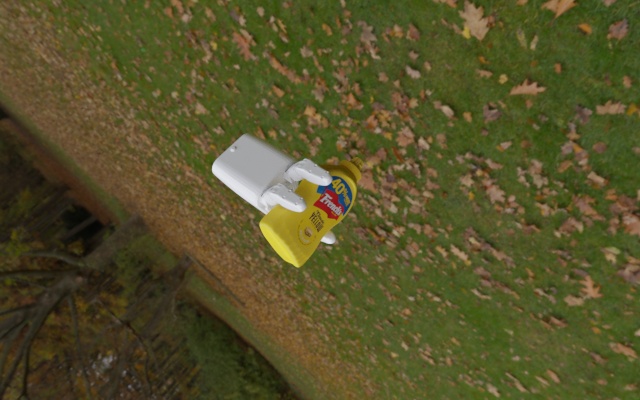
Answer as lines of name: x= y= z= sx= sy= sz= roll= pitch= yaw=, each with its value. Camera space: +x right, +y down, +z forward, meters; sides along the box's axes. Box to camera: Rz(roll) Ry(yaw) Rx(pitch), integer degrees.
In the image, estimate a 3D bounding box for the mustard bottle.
mustard bottle: x=0.000 y=0.003 z=0.722 sx=0.058 sy=0.096 sz=0.191 roll=20 pitch=59 yaw=47
